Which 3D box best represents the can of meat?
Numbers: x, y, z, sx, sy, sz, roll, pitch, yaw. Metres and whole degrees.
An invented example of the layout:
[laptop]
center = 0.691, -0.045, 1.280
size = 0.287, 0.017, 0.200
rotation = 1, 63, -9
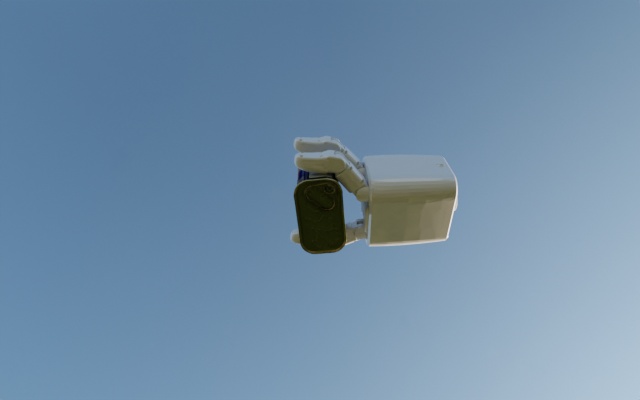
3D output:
[can of meat]
center = 0.000, 0.002, 0.604
size = 0.057, 0.102, 0.084
rotation = -5, 28, 2
